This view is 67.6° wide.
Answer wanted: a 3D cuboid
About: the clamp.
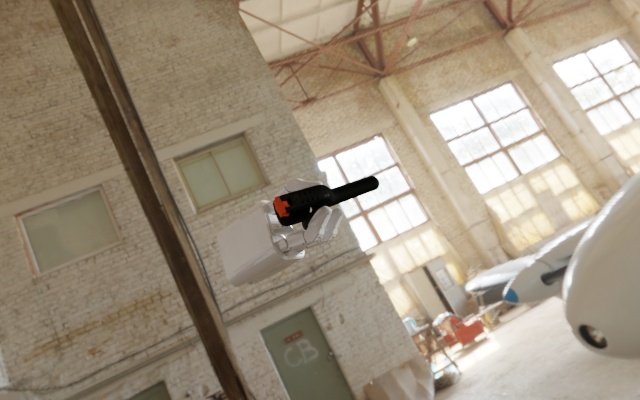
[{"bbox_3d":[-0.001,0.002,0.753,0.164,0.036,0.210,-33,-15,18],"label":"clamp"}]
